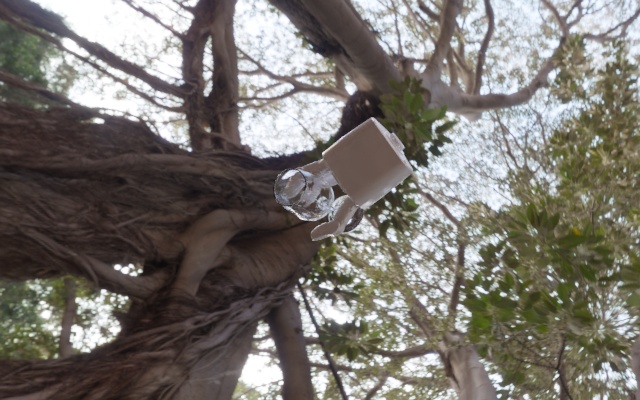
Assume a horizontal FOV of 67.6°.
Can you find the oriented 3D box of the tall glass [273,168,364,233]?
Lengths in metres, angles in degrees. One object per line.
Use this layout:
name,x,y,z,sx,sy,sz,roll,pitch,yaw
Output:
tall glass,0.000,0.003,0.821,0.079,0.079,0.201,0,-13,30
